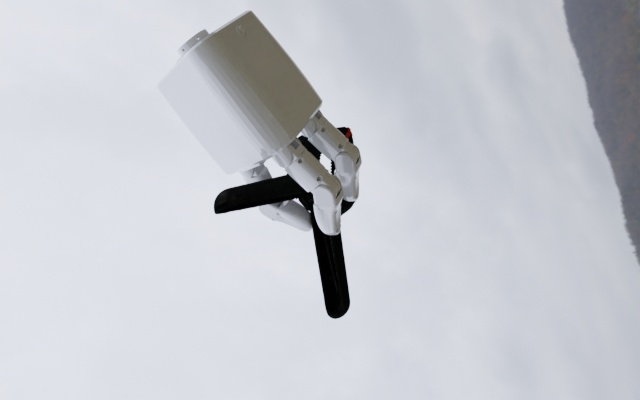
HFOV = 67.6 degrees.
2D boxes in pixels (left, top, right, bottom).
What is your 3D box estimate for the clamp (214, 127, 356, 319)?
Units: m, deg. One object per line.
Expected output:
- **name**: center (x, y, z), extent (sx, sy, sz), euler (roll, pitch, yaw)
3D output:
- **clamp**: center (0.000, 0.001, 0.484), extent (0.036, 0.164, 0.210), euler (-23, 23, 38)
